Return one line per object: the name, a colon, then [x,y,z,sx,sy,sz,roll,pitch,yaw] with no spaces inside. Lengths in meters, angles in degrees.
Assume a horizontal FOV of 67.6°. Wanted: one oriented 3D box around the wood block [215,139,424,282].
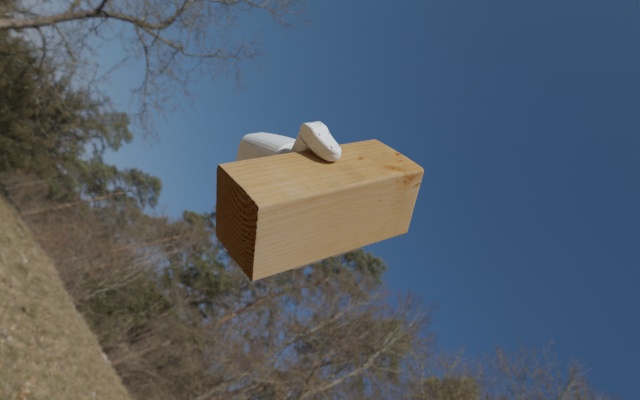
wood block: [0.000,0.001,0.521,0.206,0.091,0.090,-14,37,-32]
